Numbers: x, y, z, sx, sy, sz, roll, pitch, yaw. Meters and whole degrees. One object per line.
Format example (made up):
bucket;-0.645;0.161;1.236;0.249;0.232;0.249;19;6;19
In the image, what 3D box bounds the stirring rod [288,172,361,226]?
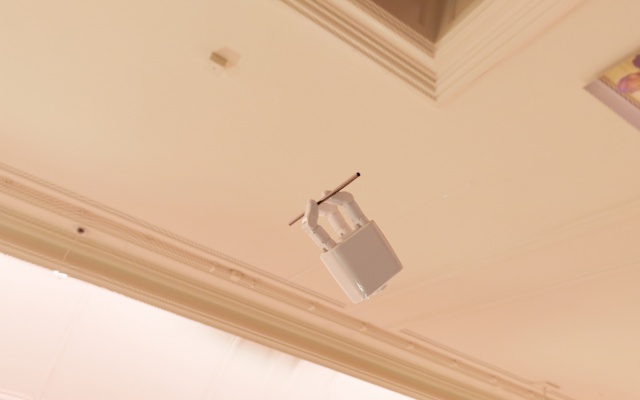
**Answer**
stirring rod;0.000;0.003;0.850;0.011;0.011;0.240;0;-22;-32
